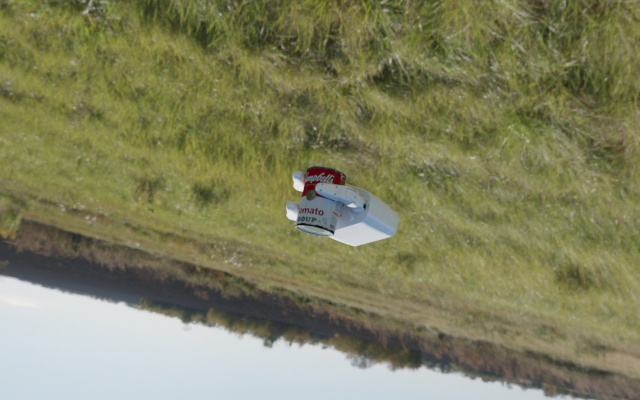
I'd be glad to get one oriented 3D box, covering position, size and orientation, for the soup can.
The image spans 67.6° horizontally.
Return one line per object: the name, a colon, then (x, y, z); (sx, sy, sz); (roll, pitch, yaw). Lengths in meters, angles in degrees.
soup can: (0.000, 0.003, 0.791); (0.068, 0.102, 0.068); (12, -15, 3)
